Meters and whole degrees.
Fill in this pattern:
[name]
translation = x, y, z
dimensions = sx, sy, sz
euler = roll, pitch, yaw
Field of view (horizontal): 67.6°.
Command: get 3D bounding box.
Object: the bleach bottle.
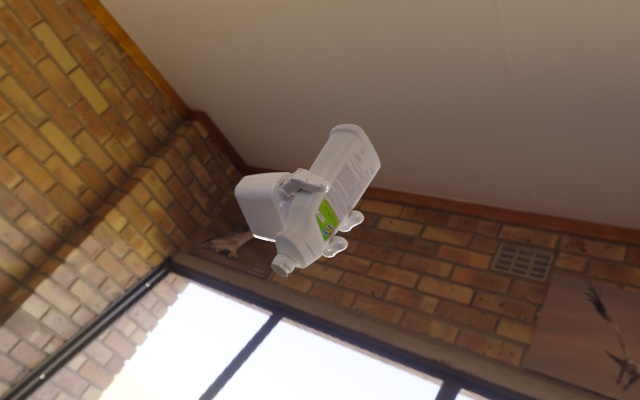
[bleach bottle]
translation = 0.000, 0.002, 0.725
dimensions = 0.068, 0.250, 0.103
euler = 2, -42, 44
